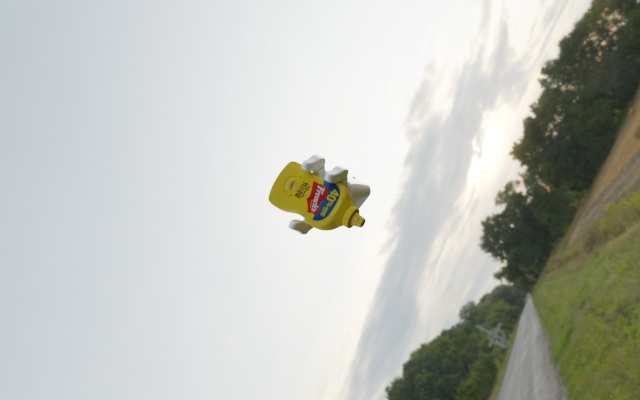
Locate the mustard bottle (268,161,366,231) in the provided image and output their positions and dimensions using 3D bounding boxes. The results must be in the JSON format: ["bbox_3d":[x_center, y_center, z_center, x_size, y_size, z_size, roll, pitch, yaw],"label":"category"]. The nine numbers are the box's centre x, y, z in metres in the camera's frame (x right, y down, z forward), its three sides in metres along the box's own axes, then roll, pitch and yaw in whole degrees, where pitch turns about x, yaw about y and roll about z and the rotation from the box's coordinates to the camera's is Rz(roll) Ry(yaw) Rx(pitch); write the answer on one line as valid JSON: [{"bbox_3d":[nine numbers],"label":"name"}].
[{"bbox_3d":[0.000,0.003,0.897,0.191,0.096,0.058,27,-10,25],"label":"mustard bottle"}]
